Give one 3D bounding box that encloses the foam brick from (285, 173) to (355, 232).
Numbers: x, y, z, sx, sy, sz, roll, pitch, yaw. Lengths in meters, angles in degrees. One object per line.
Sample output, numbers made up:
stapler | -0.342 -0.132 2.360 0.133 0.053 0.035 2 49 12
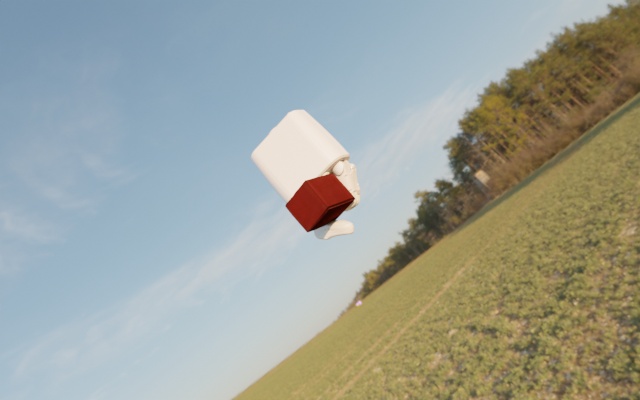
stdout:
foam brick | 0.000 0.002 0.663 0.053 0.051 0.078 -49 -16 29
